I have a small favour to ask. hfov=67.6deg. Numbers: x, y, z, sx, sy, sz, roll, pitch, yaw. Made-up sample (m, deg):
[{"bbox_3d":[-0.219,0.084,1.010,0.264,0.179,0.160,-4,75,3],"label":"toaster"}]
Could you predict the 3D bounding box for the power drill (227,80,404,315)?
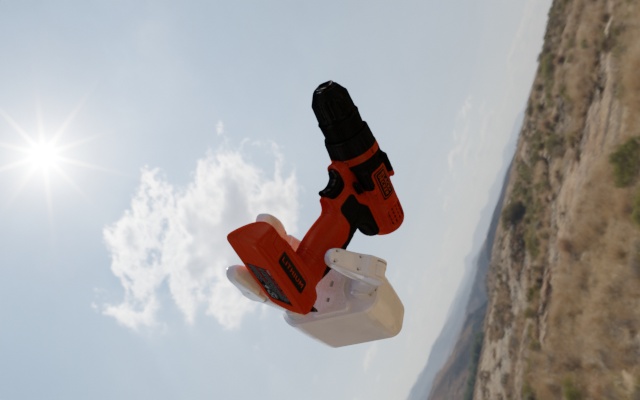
[{"bbox_3d":[0.000,0.002,0.471,0.057,0.184,0.187,7,45,50],"label":"power drill"}]
